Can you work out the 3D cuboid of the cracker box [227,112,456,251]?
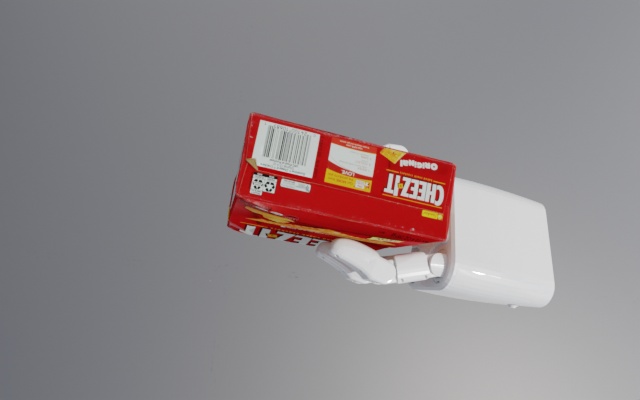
[{"bbox_3d":[0.000,0.001,0.447,0.164,0.072,0.214,12,-12,-10],"label":"cracker box"}]
